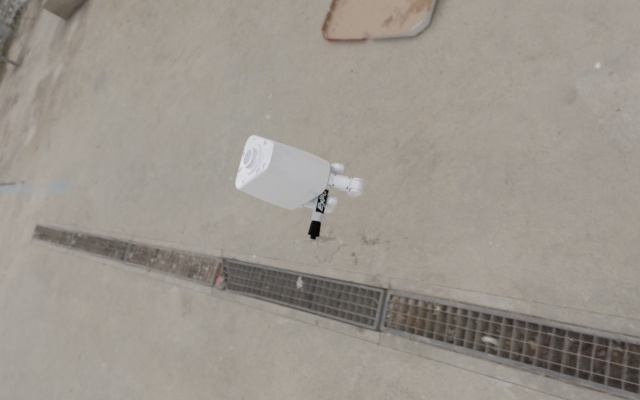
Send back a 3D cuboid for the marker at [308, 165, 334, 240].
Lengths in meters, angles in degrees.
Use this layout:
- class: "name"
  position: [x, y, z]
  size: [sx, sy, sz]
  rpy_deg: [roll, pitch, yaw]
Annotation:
- class: "marker"
  position: [0.000, 0.002, 0.757]
  size: [0.020, 0.121, 0.020]
  rpy_deg: [12, -13, 3]
